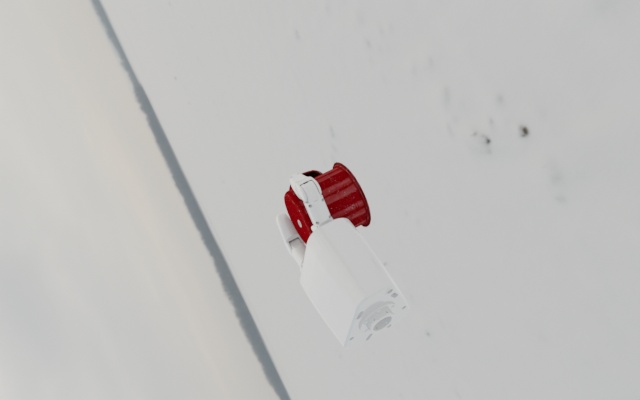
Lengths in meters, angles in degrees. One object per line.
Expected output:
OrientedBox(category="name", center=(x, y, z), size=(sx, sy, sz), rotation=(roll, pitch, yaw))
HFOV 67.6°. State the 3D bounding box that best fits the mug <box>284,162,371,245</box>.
OrientedBox(category="mug", center=(-0.001, 0.001, 0.620), size=(0.081, 0.093, 0.117), rotation=(-27, 51, -14))
